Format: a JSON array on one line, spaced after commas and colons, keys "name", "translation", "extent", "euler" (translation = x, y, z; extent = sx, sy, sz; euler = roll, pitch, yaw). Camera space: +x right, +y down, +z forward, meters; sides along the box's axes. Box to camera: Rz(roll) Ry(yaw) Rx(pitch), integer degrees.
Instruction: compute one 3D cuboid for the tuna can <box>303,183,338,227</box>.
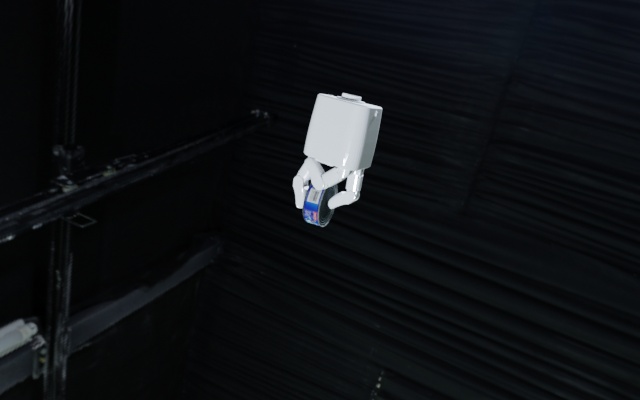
[{"name": "tuna can", "translation": [0.000, 0.003, 0.873], "extent": [0.034, 0.086, 0.086], "euler": [15, 5, 20]}]
